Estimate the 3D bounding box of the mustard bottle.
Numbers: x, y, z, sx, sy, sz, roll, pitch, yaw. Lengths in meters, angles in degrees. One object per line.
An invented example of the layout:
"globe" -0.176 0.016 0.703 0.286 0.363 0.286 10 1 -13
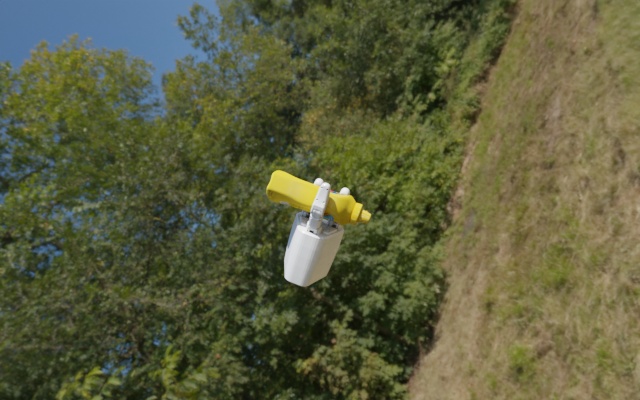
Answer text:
"mustard bottle" 0.000 0.002 0.882 0.191 0.058 0.096 20 -8 7
